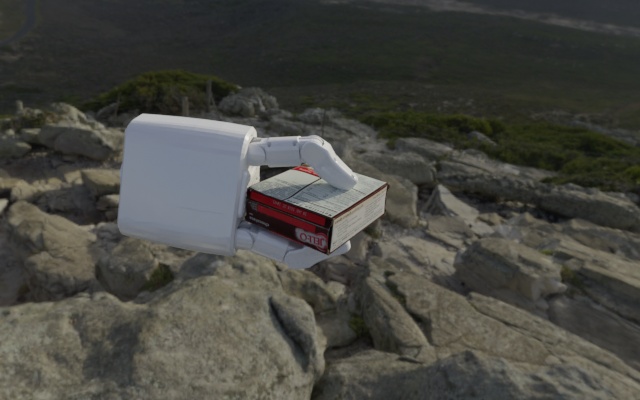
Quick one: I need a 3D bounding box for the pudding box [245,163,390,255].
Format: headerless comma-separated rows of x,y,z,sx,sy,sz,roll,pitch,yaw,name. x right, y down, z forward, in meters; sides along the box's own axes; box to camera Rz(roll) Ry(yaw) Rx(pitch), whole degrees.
0.000,0.001,0.441,0.090,0.039,0.113,21,29,27,pudding box
